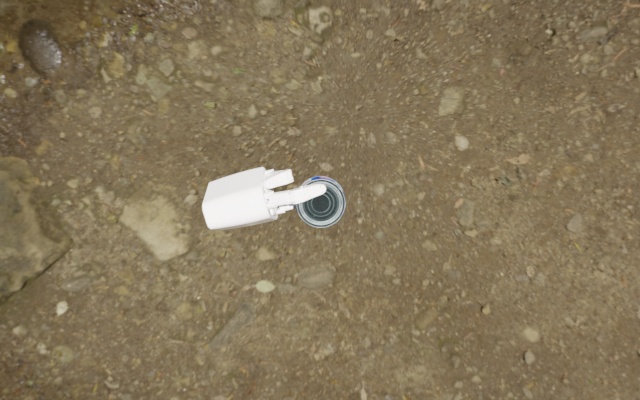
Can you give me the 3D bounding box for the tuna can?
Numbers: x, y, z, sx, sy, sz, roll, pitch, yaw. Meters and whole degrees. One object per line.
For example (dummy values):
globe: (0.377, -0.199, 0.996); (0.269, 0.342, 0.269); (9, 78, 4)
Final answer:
tuna can: (0.000, 0.003, 0.808); (0.086, 0.086, 0.033); (0, 9, -2)
